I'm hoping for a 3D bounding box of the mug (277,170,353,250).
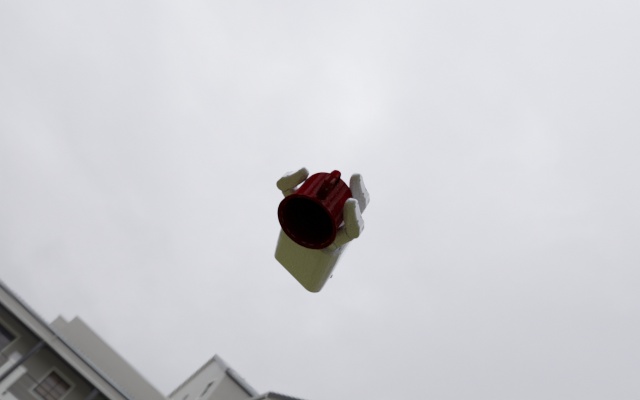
[{"bbox_3d":[0.001,0.001,0.688,0.093,0.117,0.081,30,41,8],"label":"mug"}]
